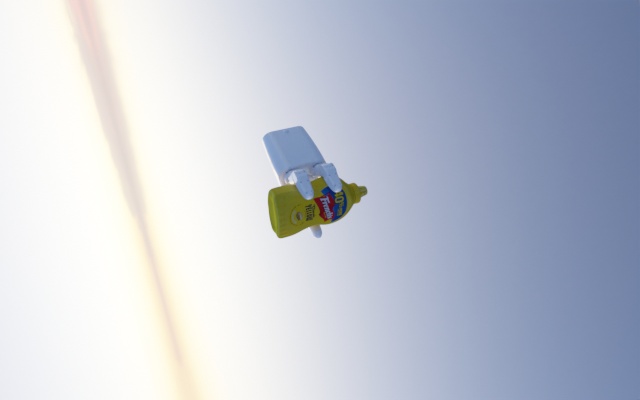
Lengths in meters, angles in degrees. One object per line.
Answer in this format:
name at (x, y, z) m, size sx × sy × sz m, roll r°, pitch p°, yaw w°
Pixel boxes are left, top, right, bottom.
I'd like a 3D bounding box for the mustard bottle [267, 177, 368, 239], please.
mustard bottle at (0.000, 0.003, 0.889) m, size 0.191 × 0.096 × 0.058 m, roll -15°, pitch 32°, yaw -20°
